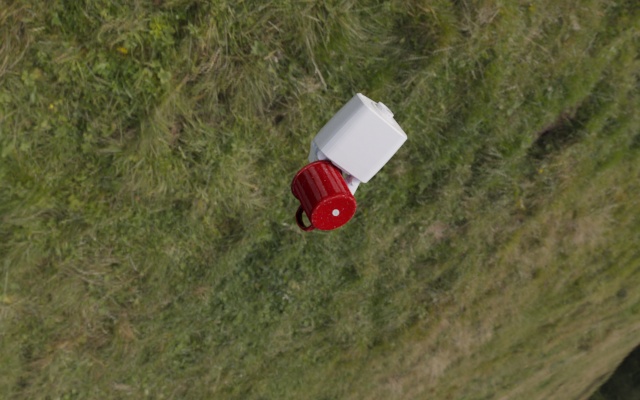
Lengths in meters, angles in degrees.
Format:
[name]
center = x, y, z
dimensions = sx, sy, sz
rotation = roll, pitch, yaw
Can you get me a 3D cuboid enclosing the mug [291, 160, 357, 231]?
[mug]
center = -0.001, 0.004, 0.787
dimensions = 0.093, 0.117, 0.081
rotation = 24, 28, -42
